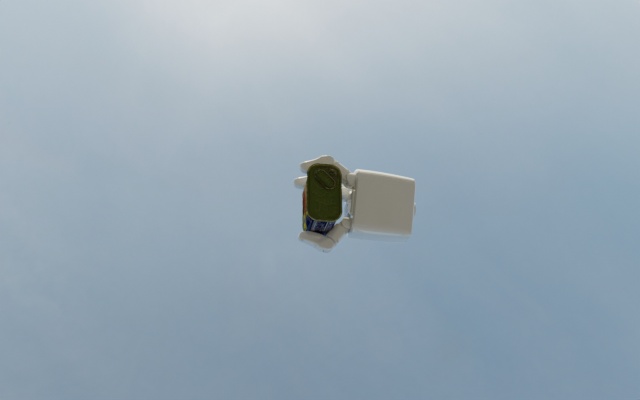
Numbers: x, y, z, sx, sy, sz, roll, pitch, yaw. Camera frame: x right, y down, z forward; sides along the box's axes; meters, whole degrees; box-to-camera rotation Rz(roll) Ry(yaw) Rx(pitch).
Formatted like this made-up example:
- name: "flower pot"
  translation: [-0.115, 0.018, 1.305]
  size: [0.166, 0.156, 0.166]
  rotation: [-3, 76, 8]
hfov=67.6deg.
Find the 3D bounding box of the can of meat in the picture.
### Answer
- name: "can of meat"
  translation: [0.000, 0.003, 0.798]
  size: [0.057, 0.102, 0.084]
  rotation: [4, -25, -8]
